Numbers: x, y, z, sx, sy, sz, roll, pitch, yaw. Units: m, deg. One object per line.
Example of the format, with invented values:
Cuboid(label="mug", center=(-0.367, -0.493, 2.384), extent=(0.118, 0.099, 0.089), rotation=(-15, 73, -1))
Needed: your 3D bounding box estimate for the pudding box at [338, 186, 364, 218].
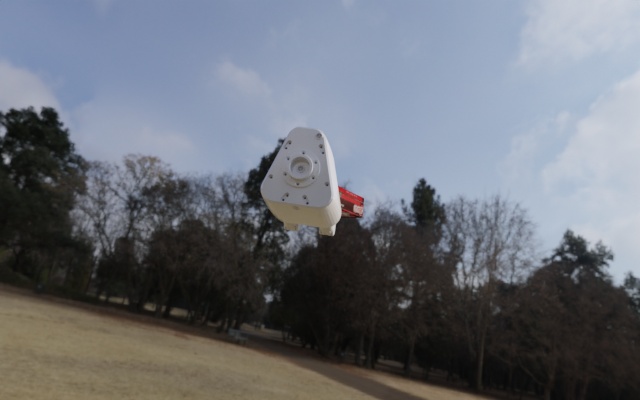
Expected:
Cuboid(label="pudding box", center=(0.000, 0.002, 0.760), extent=(0.113, 0.039, 0.090), rotation=(2, -13, 35))
